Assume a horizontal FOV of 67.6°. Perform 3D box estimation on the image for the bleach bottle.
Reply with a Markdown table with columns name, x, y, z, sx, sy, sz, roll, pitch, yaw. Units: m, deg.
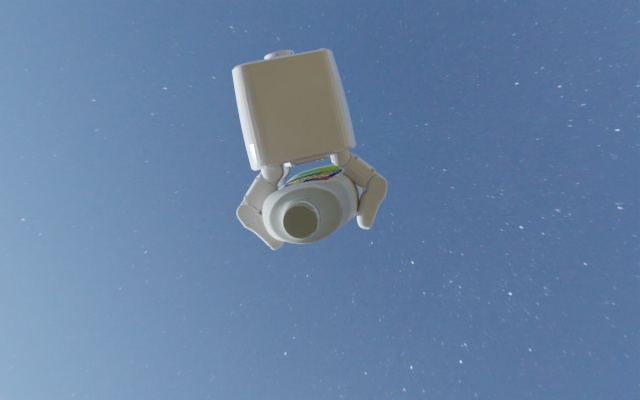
| name | x | y | z | sx | sy | sz | roll | pitch | yaw |
| --- | --- | --- | --- | --- | --- | --- | --- | --- | --- |
| bleach bottle | 0.000 | 0.002 | 0.510 | 0.102 | 0.068 | 0.251 | -11 | 6 | 5 |
